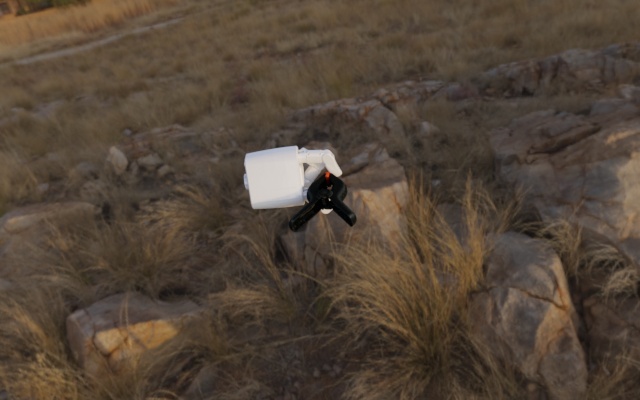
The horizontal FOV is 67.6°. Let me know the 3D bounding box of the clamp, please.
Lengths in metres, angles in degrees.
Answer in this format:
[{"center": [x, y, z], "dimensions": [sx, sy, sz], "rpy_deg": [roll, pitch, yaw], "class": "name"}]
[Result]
[{"center": [0.000, 0.002, 0.896], "dimensions": [0.120, 0.039, 0.171], "rpy_deg": [-6, 30, 0], "class": "clamp"}]
